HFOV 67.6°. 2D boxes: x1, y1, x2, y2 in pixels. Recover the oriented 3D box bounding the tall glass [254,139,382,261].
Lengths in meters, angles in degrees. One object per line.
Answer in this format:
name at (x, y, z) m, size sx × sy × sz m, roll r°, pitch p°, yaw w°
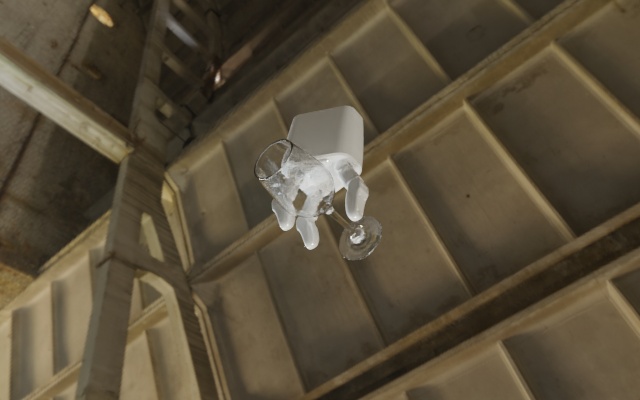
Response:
tall glass at (0.001, 0.003, 0.644) m, size 0.079 × 0.079 × 0.201 m, roll 0°, pitch -32°, yaw 44°
